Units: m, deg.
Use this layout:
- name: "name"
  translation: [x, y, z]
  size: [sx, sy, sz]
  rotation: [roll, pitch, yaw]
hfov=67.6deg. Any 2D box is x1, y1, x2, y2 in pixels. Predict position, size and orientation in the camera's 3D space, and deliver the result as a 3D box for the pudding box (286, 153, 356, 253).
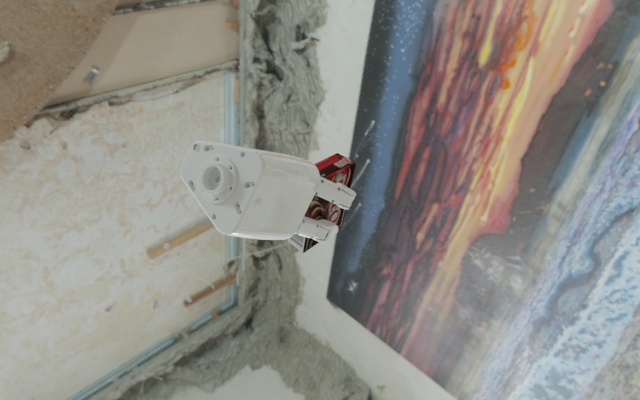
- name: "pudding box"
  translation: [0.000, 0.002, 0.640]
  size: [0.039, 0.114, 0.090]
  rotation: [32, 40, 27]
